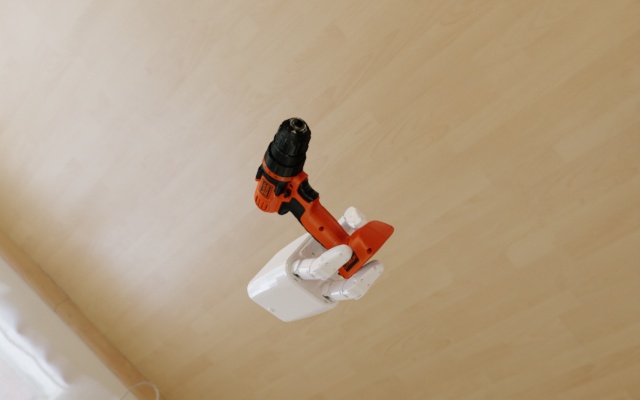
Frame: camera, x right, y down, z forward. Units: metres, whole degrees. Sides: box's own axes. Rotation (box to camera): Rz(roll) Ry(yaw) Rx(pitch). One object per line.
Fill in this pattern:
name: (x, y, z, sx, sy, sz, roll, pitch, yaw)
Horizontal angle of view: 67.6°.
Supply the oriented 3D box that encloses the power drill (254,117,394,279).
power drill: (0.000, 0.002, 0.605, 0.057, 0.187, 0.184, -42, -10, -31)
